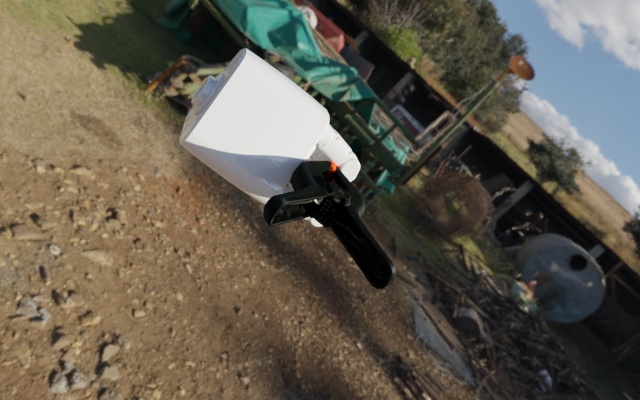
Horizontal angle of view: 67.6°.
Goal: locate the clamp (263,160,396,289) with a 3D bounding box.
[{"bbox_3d":[0.001,0.001,0.431,0.120,0.039,0.171,35,17,-25],"label":"clamp"}]
